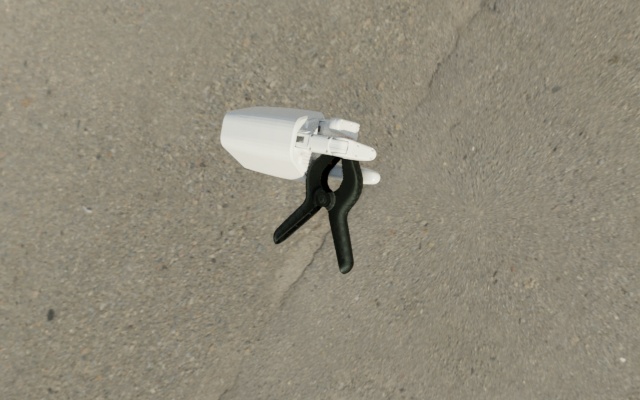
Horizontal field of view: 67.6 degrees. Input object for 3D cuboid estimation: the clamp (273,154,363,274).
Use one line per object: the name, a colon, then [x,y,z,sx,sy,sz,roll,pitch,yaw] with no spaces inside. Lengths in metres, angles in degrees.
clamp: [0.000,0.002,0.632,0.120,0.171,0.039,11,2,18]
